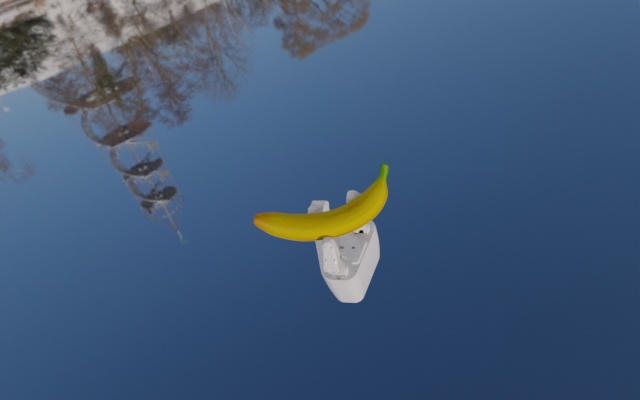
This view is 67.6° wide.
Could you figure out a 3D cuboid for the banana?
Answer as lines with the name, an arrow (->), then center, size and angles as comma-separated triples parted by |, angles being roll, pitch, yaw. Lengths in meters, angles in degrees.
banana -> 0.010, 0.018, 0.645 | 0.198, 0.069, 0.037 | -22, -9, 3
